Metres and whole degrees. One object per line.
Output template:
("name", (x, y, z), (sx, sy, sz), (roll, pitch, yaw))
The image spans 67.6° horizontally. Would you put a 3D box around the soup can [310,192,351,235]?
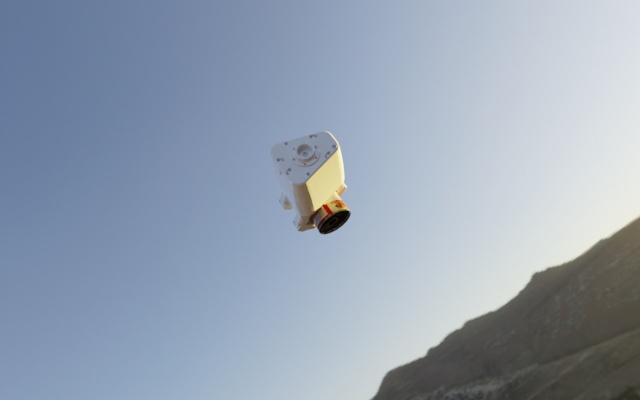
("soup can", (0.000, 0.003, 0.884), (0.068, 0.102, 0.068), (-28, -27, -16))
